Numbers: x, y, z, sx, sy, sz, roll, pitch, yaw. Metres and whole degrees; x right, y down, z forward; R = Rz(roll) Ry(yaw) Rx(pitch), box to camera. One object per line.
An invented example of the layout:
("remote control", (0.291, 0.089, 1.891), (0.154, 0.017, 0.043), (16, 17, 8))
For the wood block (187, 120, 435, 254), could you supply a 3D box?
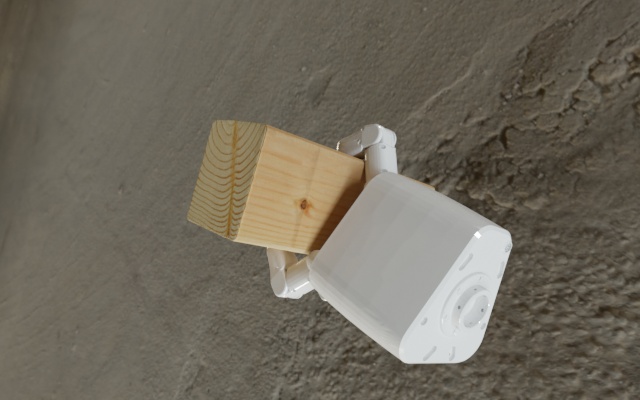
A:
("wood block", (0.000, 0.001, 0.440), (0.206, 0.091, 0.090), (16, -1, -40))
